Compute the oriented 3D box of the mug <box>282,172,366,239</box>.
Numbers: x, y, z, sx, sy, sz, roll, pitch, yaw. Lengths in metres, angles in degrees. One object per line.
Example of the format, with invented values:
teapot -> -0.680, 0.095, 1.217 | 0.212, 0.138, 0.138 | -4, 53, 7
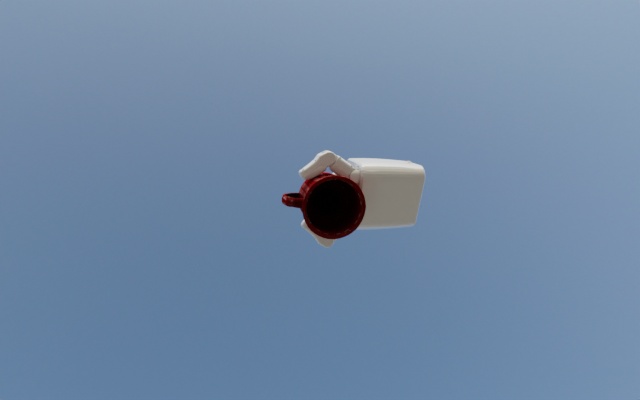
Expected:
mug -> -0.001, 0.002, 0.712 | 0.117, 0.093, 0.081 | 2, 11, -12
